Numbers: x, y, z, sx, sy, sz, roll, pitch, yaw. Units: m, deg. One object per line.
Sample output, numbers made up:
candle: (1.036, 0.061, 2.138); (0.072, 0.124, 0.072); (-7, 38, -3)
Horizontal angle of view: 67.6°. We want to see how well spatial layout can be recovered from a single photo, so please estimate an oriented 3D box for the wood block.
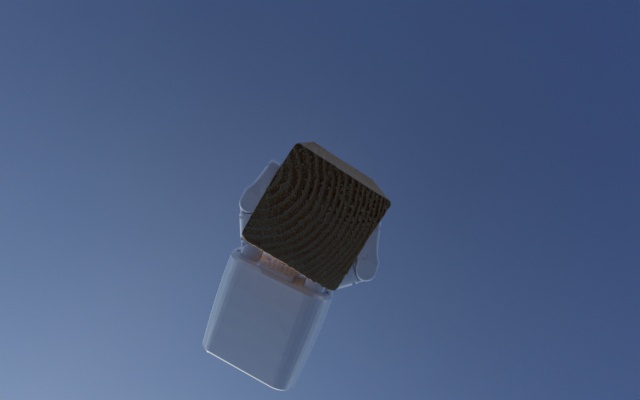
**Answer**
wood block: (0.000, 0.002, 0.475); (0.091, 0.090, 0.206); (31, 7, -2)
